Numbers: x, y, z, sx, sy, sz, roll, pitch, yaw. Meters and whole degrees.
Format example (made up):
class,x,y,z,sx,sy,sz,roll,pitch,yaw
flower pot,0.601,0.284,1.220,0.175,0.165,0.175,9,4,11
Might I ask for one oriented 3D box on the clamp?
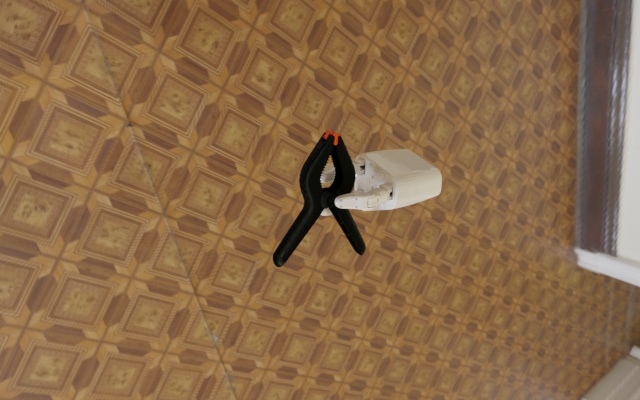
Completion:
class,x,y,z,sx,sy,sz,roll,pitch,yaw
clamp,0.001,0.002,0.719,0.164,0.210,0.036,-12,21,-30
